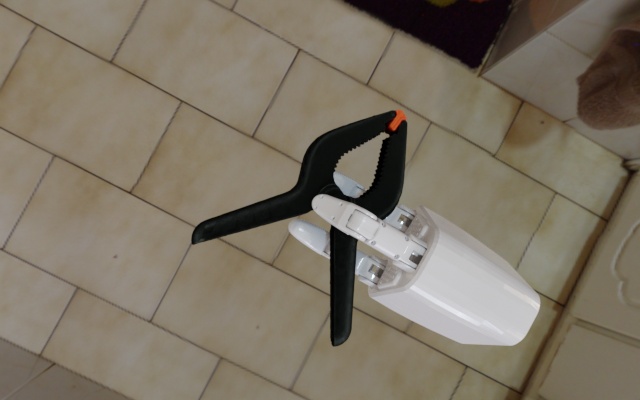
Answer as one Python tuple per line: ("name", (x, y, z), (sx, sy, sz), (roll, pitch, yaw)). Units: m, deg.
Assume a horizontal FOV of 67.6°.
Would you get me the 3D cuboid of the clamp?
("clamp", (0.001, 0.001, 0.421), (0.164, 0.210, 0.036), (31, -3, -8))
